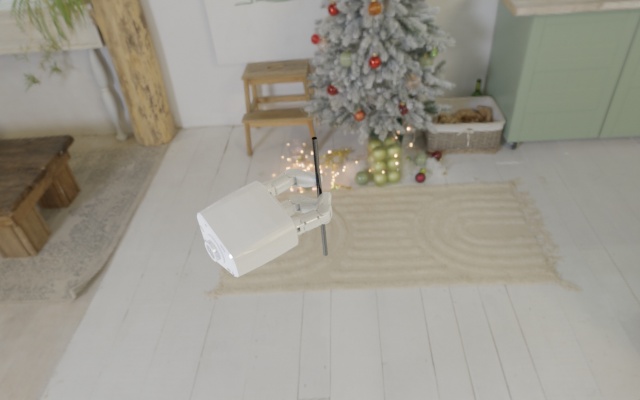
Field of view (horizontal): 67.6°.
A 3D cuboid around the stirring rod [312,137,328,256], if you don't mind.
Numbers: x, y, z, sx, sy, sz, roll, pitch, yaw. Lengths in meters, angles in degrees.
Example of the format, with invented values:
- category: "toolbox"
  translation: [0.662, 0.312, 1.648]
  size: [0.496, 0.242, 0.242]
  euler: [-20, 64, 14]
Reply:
- category: "stirring rod"
  translation: [0.000, 0.003, 0.765]
  size: [0.011, 0.240, 0.011]
  euler: [-3, 40, 3]
